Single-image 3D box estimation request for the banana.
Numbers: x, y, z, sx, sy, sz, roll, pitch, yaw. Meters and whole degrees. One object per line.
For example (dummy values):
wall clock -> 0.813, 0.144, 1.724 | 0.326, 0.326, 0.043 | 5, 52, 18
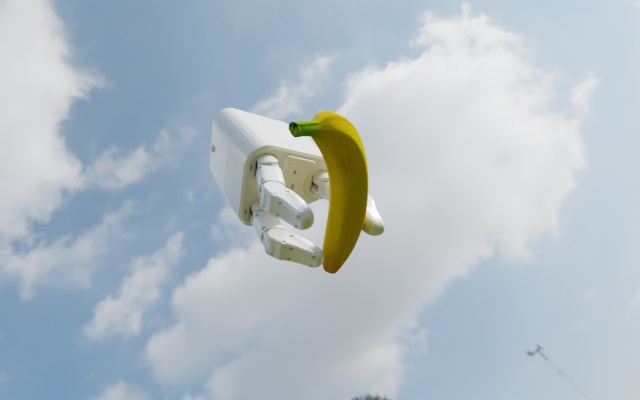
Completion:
banana -> 0.015, -0.010, 0.435 | 0.069, 0.198, 0.037 | -31, 48, -16
